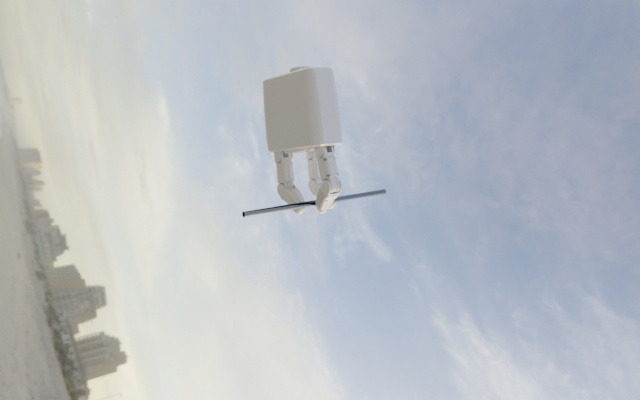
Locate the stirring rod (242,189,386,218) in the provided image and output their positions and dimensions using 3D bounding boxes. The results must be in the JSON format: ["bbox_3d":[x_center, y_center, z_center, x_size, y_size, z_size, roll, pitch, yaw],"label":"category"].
[{"bbox_3d":[0.000,0.002,0.688,0.239,0.011,0.011,-9,5,-32],"label":"stirring rod"}]
